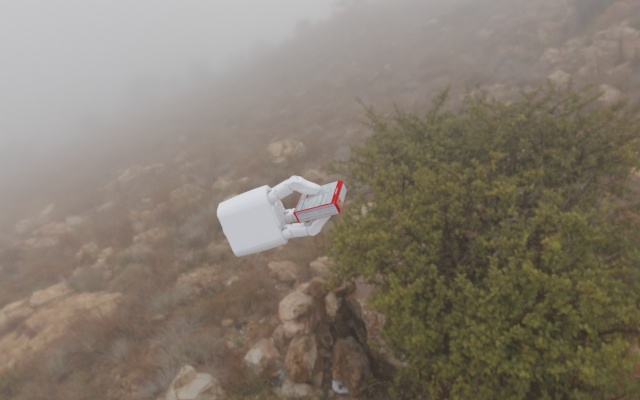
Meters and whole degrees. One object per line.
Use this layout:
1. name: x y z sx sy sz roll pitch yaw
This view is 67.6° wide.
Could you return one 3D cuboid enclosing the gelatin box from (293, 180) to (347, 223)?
1. gelatin box: 0.000 0.002 0.895 0.089 0.030 0.073 -15 30 25
